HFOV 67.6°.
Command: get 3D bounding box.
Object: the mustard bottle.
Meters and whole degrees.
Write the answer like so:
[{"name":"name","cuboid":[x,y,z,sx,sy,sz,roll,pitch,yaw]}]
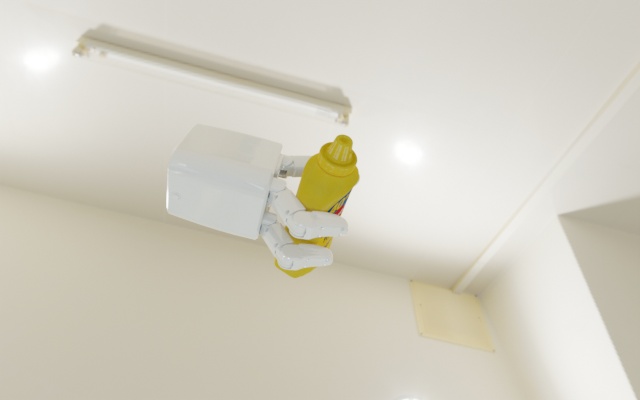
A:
[{"name":"mustard bottle","cuboid":[0.000,0.002,0.546,0.058,0.192,0.096,33,46,12]}]
